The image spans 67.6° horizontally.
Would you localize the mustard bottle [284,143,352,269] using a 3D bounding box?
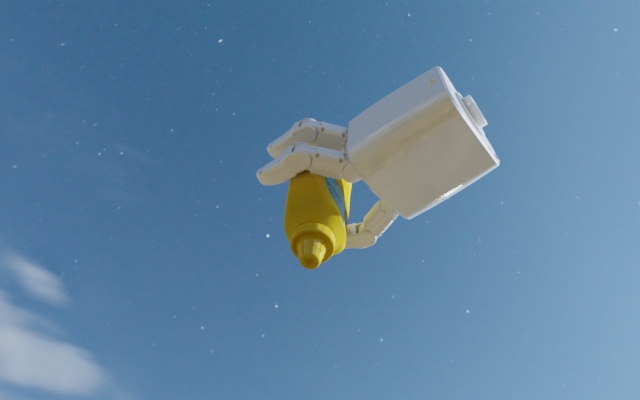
[{"bbox_3d":[0.000,0.002,0.496,0.058,0.096,0.191,-10,32,12],"label":"mustard bottle"}]
